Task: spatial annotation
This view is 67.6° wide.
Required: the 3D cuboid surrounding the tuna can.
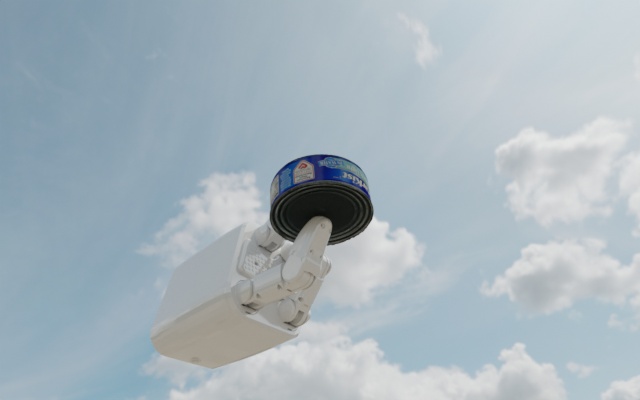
[{"bbox_3d":[0.000,0.001,0.401,0.086,0.033,0.086,-3,-39,-2],"label":"tuna can"}]
